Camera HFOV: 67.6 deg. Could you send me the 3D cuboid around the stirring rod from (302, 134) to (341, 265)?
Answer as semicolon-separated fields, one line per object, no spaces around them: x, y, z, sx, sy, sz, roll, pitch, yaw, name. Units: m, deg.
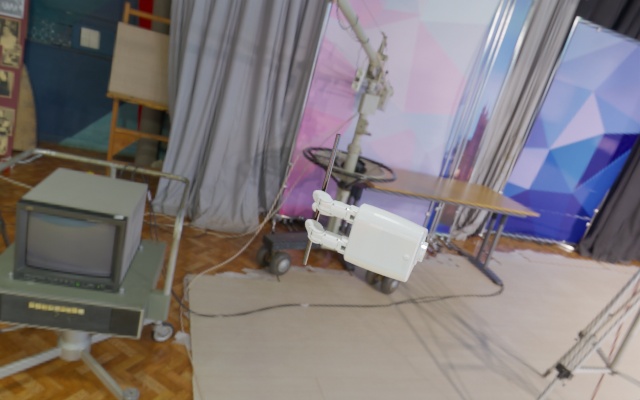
0.000;0.003;0.814;0.011;0.240;0.011;13;19;-5;stirring rod
